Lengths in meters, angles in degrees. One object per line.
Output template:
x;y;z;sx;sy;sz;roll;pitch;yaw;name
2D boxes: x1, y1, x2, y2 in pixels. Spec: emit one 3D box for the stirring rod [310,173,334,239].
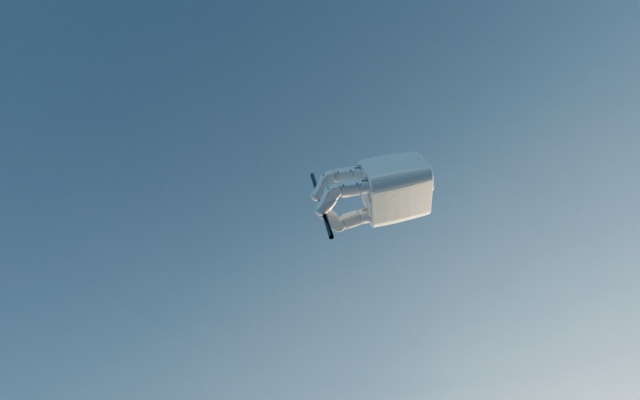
0.000;0.003;0.828;0.011;0.011;0.239;0;26;-9;stirring rod
